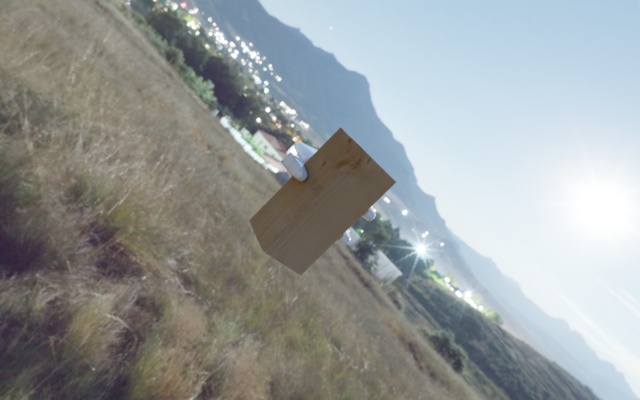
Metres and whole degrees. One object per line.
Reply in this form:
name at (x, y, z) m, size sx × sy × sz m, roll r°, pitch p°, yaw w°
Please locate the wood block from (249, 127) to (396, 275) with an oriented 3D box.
wood block at (0.000, 0.002, 0.736) m, size 0.091 × 0.206 × 0.090 m, roll 39°, pitch 10°, yaw -37°
